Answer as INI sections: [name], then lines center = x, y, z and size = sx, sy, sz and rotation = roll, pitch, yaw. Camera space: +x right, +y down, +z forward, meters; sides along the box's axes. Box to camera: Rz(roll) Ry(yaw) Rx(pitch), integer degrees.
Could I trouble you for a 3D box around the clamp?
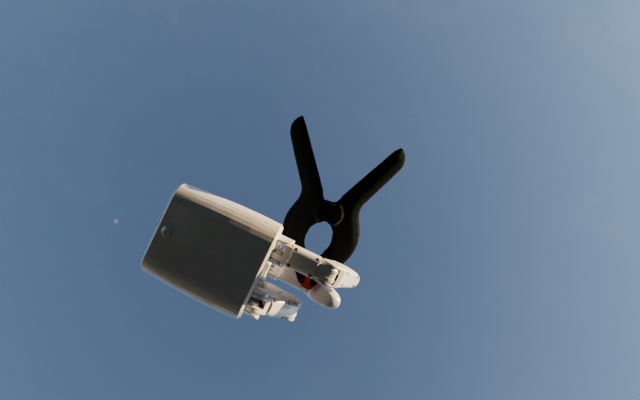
[clamp]
center = 0.000, 0.002, 0.487
size = 0.120, 0.171, 0.039
rotation = 26, 0, -1
